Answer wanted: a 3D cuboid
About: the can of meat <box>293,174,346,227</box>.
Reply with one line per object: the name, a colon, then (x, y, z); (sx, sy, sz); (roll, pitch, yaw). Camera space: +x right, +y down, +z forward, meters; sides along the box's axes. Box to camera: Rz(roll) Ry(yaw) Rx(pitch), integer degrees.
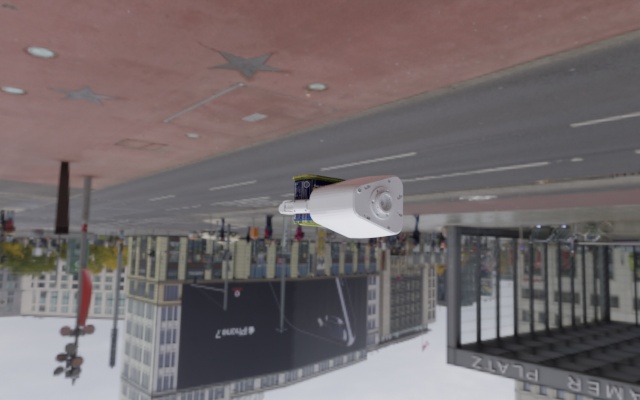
can of meat: (0.000, 0.003, 0.847); (0.102, 0.084, 0.057); (7, -8, -40)
